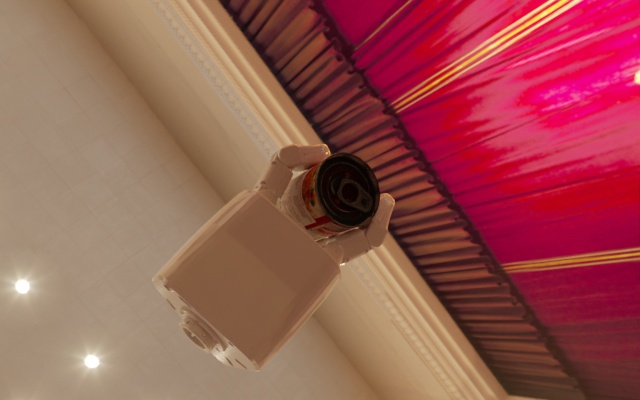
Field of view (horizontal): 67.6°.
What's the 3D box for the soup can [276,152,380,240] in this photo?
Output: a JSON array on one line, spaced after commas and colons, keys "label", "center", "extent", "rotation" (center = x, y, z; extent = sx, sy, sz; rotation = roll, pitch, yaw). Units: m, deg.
[{"label": "soup can", "center": [0.000, 0.001, 0.461], "extent": [0.068, 0.068, 0.102], "rotation": [0, -13, -31]}]
